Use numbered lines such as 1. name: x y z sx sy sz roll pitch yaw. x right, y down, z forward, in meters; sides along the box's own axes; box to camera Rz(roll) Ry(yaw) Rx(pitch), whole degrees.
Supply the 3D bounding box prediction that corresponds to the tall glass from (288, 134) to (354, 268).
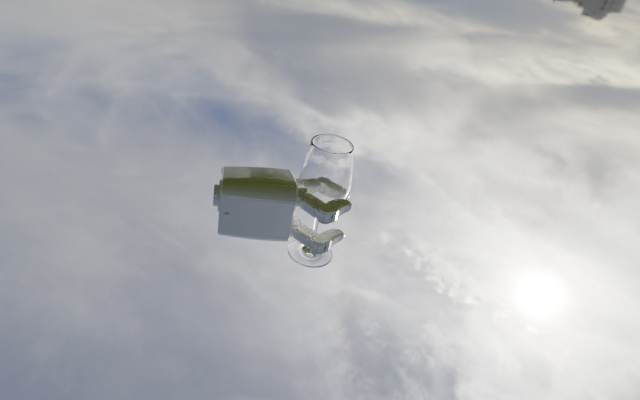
1. tall glass: 0.000 0.003 0.724 0.079 0.201 0.079 9 32 -5
